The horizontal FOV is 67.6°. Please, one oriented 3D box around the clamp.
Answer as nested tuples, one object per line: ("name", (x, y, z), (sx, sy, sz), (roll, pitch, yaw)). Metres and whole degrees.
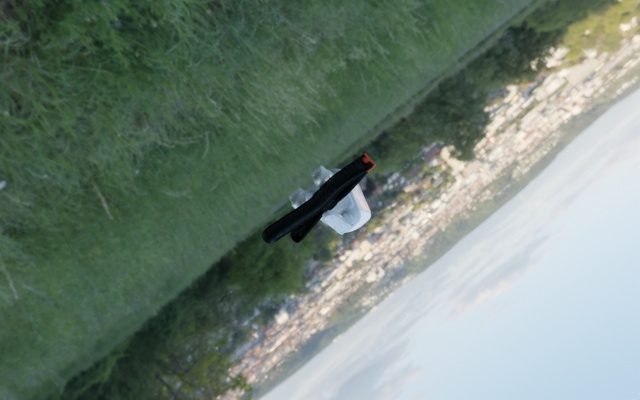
("clamp", (0.001, 0.003, 0.776), (0.210, 0.036, 0.164), (-43, -11, 14))
